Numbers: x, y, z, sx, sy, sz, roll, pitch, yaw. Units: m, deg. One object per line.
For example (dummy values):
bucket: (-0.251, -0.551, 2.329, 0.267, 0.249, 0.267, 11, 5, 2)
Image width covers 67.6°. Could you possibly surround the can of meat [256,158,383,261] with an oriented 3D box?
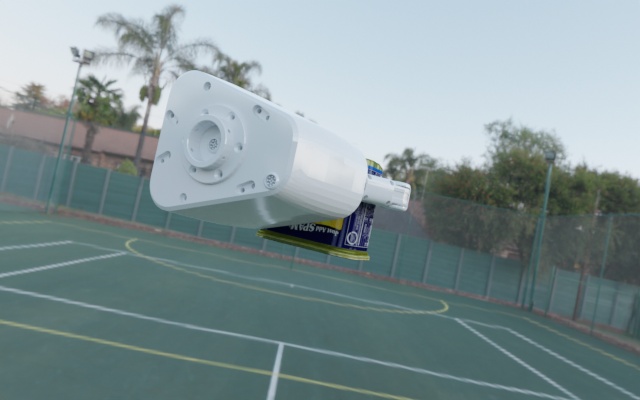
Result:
can of meat: (0.000, 0.001, 0.425, 0.102, 0.084, 0.057, 10, -2, 30)
